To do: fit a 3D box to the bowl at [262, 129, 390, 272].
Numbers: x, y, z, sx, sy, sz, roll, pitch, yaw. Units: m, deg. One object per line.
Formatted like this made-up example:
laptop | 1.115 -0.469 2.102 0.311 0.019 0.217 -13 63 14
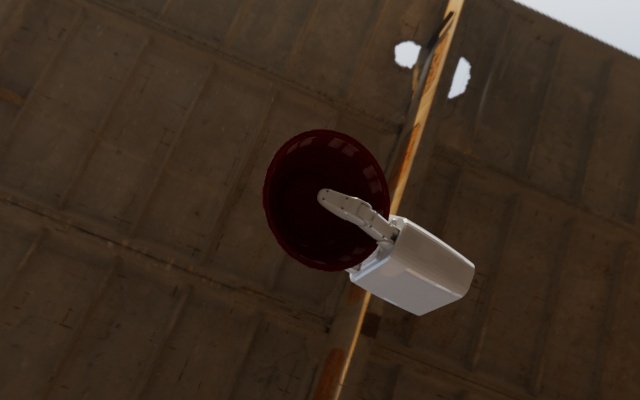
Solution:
bowl | -0.001 0.001 0.558 0.162 0.162 0.055 0 -7 -27
